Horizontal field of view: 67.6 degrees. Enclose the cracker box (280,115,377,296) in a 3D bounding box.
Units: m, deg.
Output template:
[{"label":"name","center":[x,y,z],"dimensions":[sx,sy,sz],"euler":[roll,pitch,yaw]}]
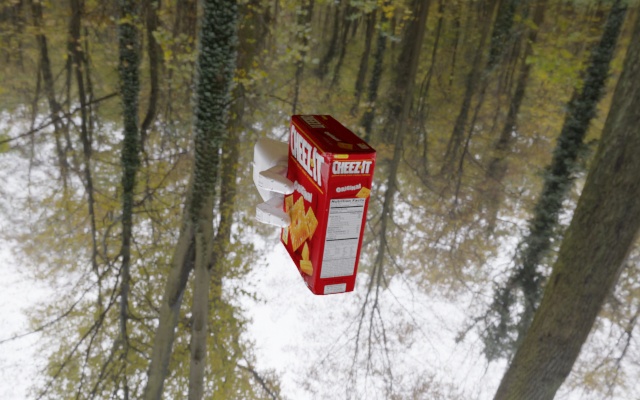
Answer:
[{"label":"cracker box","center":[0.000,0.002,0.685],"dimensions":[0.072,0.214,0.164],"euler":[-4,27,-21]}]
